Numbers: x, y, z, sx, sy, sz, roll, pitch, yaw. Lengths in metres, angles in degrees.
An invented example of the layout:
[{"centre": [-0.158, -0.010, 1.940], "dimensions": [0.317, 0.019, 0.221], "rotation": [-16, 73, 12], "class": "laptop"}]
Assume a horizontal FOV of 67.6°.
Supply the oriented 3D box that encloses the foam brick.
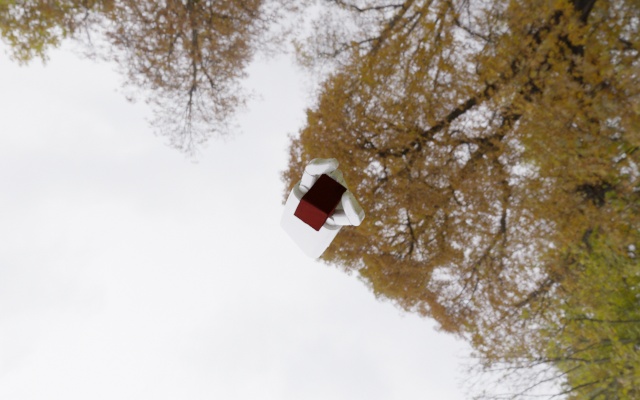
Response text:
[{"centre": [0.000, 0.003, 0.796], "dimensions": [0.053, 0.051, 0.078], "rotation": [35, 47, 4], "class": "foam brick"}]
